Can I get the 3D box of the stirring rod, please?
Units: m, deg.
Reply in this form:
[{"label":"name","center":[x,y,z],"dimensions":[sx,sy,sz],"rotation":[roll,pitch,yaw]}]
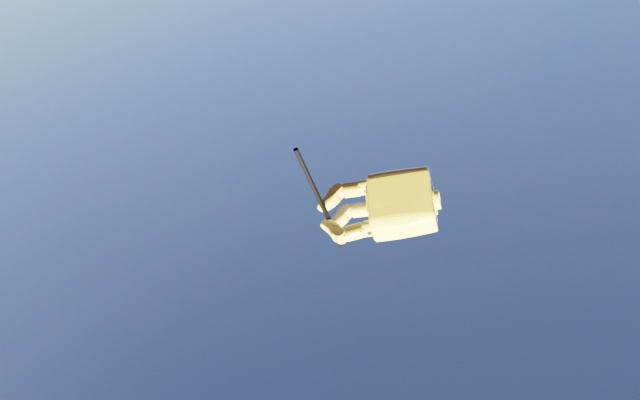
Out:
[{"label":"stirring rod","center":[0.000,0.003,0.804],"dimensions":[0.011,0.011,0.240],"rotation":[0,-42,25]}]
